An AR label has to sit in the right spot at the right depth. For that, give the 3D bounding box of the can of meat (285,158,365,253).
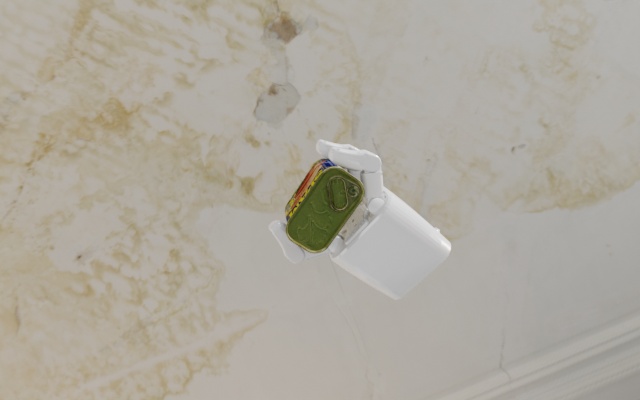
[{"bbox_3d":[0.000,0.002,0.579,0.057,0.102,0.084,33,8,-14],"label":"can of meat"}]
